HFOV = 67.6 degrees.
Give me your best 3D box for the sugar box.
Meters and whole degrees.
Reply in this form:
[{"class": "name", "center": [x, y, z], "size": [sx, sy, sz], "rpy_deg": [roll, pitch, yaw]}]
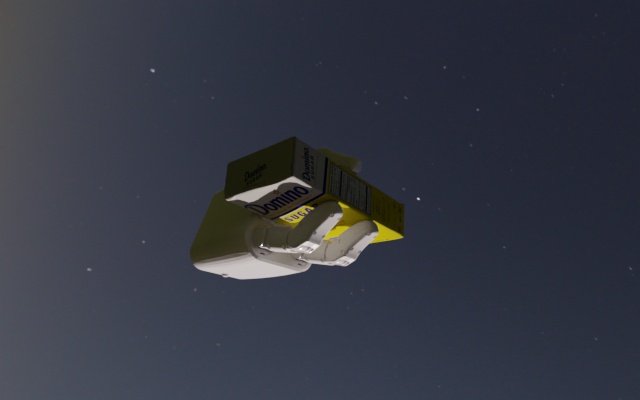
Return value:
[{"class": "sugar box", "center": [0.000, 0.002, 0.482], "size": [0.093, 0.048, 0.176], "rpy_deg": [-16, -28, 39]}]
